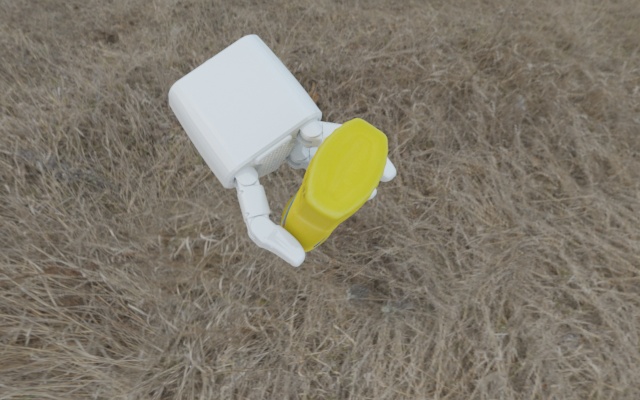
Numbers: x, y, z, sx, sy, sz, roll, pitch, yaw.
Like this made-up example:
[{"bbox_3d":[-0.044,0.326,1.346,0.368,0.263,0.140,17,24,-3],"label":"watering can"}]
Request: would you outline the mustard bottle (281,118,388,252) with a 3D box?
[{"bbox_3d":[0.000,0.002,0.471,0.058,0.096,0.192,31,-24,-3],"label":"mustard bottle"}]
